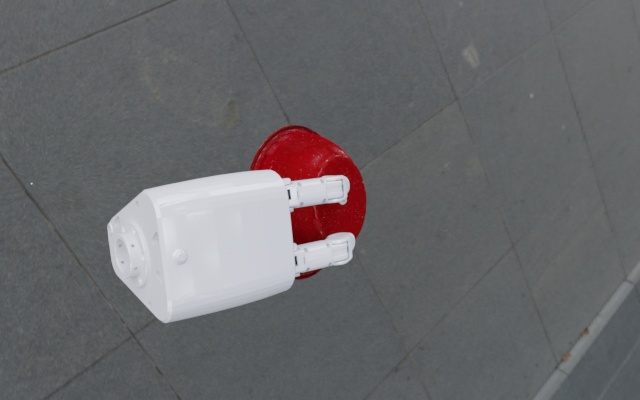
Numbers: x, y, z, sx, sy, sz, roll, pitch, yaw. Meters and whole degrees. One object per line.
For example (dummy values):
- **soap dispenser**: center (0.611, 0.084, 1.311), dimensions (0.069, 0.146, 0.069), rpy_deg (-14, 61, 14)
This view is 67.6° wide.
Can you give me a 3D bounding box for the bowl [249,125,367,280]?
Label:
- **bowl**: center (0.001, 0.001, 0.487), dimensions (0.055, 0.162, 0.162), rpy_deg (-1, -1, 37)
